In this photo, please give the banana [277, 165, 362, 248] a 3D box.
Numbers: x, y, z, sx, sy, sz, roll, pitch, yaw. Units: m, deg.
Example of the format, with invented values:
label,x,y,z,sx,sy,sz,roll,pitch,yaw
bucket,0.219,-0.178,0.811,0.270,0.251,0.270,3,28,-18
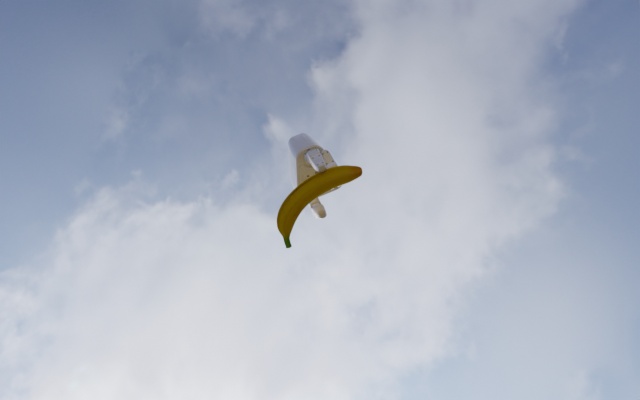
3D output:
label,x,y,z,sx,sy,sz,roll,pitch,yaw
banana,-0.015,-0.006,0.853,0.070,0.198,0.037,42,7,-27
